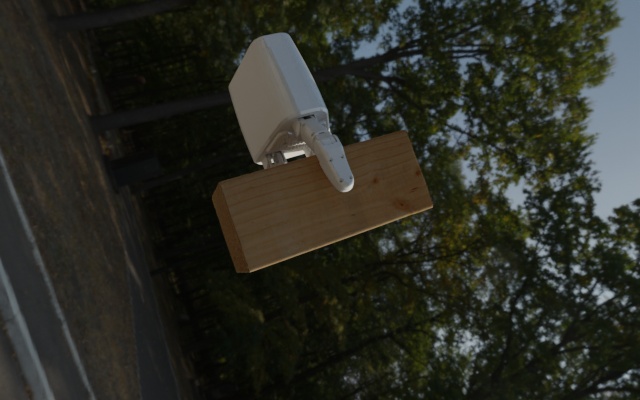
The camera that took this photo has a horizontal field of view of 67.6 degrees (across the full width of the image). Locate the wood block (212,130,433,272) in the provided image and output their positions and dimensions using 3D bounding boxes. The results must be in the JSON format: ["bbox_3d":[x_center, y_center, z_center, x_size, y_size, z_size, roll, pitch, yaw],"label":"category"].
[{"bbox_3d":[0.000,0.001,0.511,0.206,0.090,0.091,-18,-3,-19],"label":"wood block"}]
